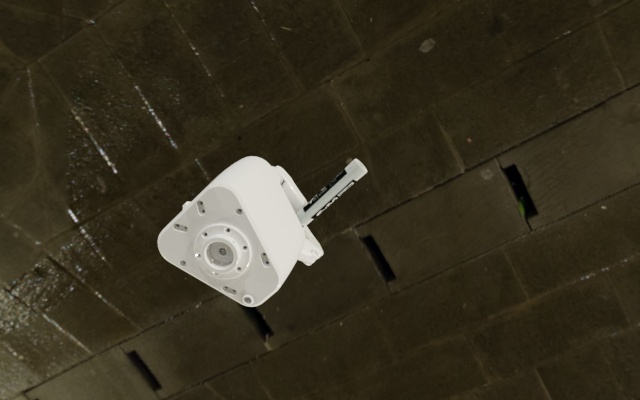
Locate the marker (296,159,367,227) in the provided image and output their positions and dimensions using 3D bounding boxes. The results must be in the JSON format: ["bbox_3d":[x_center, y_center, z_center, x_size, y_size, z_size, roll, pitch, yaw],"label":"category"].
[{"bbox_3d":[0.000,0.002,0.518,0.121,0.020,0.020,-42,-14,16],"label":"marker"}]
